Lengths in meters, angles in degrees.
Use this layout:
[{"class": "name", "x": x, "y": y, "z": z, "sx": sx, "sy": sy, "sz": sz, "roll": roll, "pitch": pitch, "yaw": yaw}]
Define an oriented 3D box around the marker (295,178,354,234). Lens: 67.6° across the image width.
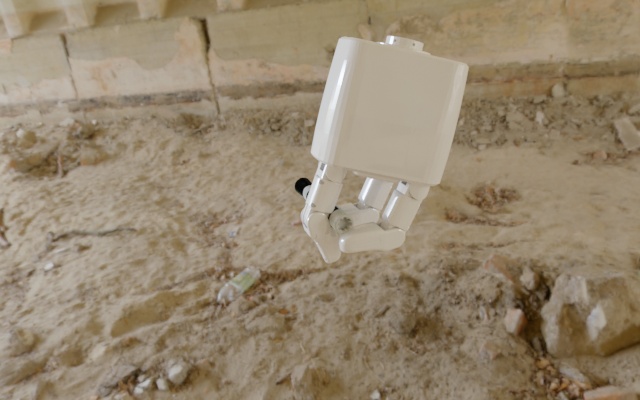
[{"class": "marker", "x": 0.000, "y": 0.002, "z": 0.475, "sx": 0.020, "sy": 0.020, "sz": 0.121, "roll": 0, "pitch": 19, "yaw": -22}]
